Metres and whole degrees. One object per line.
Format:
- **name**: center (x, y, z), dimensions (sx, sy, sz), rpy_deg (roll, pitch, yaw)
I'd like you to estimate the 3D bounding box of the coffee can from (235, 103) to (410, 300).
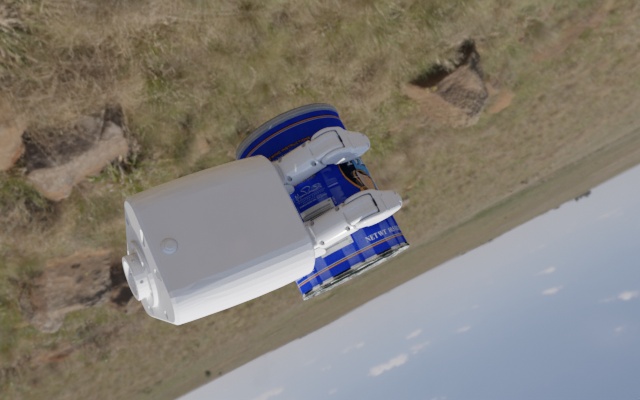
- **coffee can**: center (0.000, 0.001, 0.423), dimensions (0.103, 0.140, 0.103), rpy_deg (-26, -12, -6)
